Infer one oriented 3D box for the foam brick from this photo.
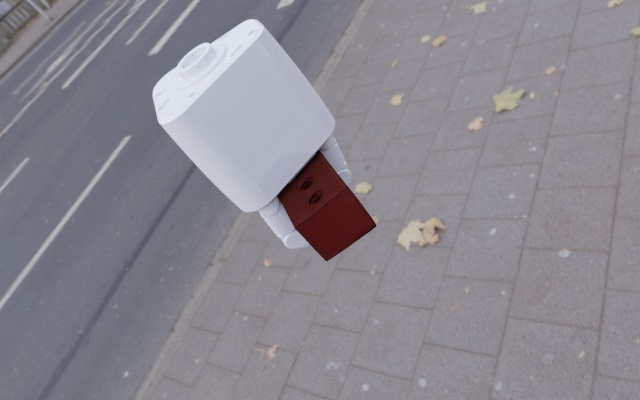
[{"bbox_3d":[0.000,0.001,0.403,0.053,0.051,0.078,-38,38,2],"label":"foam brick"}]
